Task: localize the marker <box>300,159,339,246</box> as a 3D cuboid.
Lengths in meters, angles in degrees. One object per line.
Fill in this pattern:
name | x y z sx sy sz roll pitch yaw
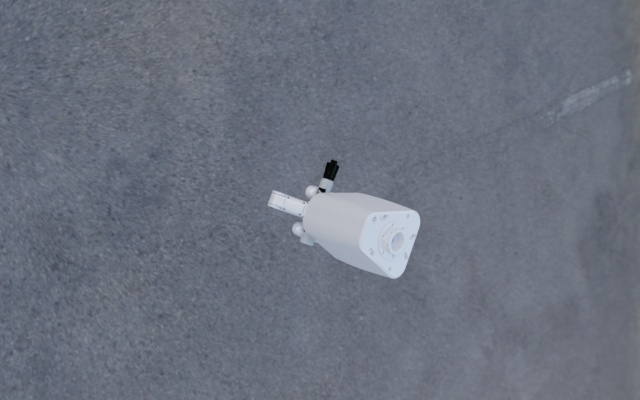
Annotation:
marker | 0.000 0.002 0.655 0.020 0.121 0.020 19 -2 1
